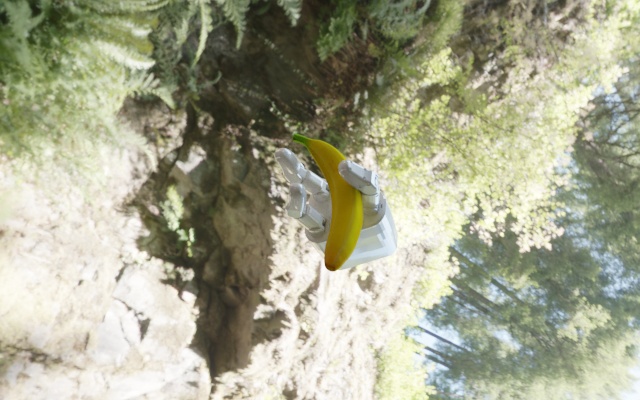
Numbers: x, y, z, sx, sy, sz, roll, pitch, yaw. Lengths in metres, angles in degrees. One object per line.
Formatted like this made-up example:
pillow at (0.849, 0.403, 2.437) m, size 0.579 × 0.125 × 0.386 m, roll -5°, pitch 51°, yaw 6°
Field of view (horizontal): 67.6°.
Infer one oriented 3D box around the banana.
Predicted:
banana at (0.017, -0.004, 0.585) m, size 0.069 × 0.197 × 0.037 m, roll -10°, pitch -33°, yaw -9°
